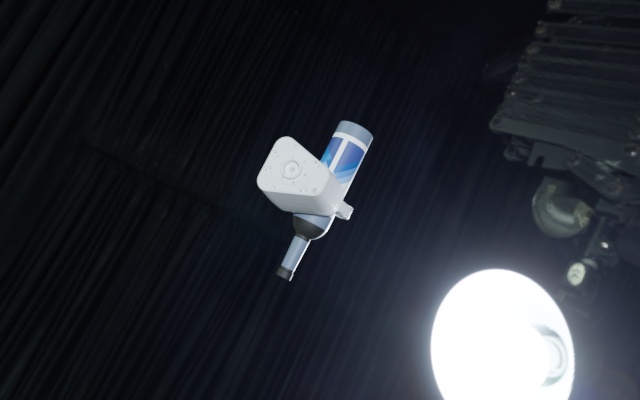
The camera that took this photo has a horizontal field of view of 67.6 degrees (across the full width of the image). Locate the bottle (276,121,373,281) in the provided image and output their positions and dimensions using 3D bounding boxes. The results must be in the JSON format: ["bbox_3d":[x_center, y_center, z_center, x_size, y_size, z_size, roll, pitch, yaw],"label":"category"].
[{"bbox_3d":[0.000,0.003,0.844,0.069,0.295,0.069,26,-9,4],"label":"bottle"}]
